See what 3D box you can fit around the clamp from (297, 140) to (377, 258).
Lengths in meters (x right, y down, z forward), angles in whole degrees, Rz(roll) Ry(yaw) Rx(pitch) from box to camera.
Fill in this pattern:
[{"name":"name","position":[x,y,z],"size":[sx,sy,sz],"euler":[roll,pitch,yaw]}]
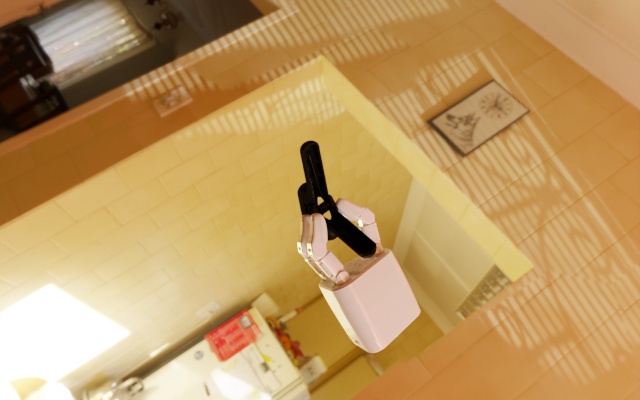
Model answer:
[{"name":"clamp","position":[0.001,0.002,0.678],"size":[0.036,0.164,0.210],"euler":[-28,5,-15]}]
